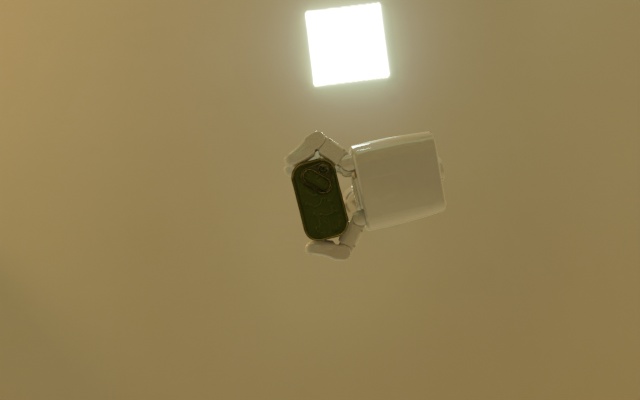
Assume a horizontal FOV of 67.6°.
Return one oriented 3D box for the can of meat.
[{"bbox_3d":[0.000,0.002,0.636,0.057,0.102,0.084,-15,-5,0],"label":"can of meat"}]
